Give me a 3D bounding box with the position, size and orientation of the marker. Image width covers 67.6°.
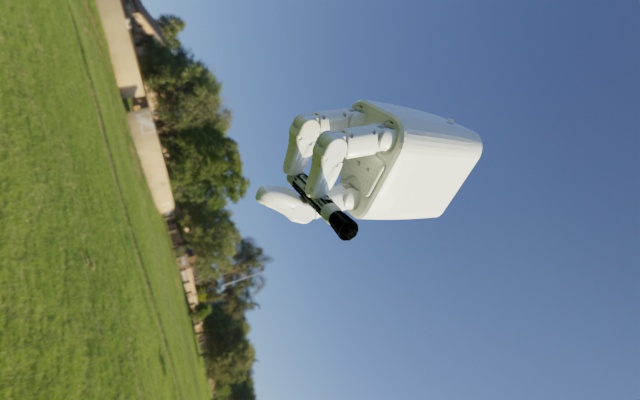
[{"bbox_3d":[0.000,0.001,0.431,0.020,0.020,0.121,0,25,-28],"label":"marker"}]
